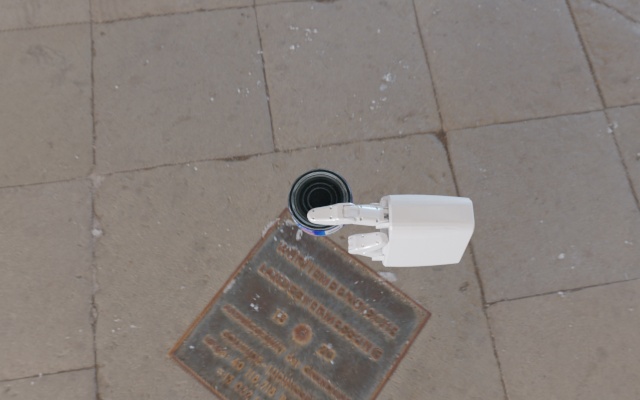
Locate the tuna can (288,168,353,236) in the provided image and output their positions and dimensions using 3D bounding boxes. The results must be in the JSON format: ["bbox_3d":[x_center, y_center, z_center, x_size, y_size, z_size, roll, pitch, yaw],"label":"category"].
[{"bbox_3d":[0.000,0.002,0.629,0.086,0.086,0.034,0,-15,4],"label":"tuna can"}]
